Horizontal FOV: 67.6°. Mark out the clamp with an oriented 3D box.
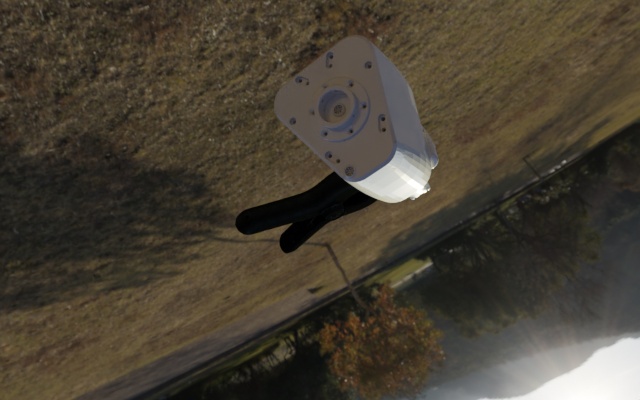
[{"bbox_3d":[0.001,0.002,0.485,0.171,0.039,0.120,-34,-19,17],"label":"clamp"}]
